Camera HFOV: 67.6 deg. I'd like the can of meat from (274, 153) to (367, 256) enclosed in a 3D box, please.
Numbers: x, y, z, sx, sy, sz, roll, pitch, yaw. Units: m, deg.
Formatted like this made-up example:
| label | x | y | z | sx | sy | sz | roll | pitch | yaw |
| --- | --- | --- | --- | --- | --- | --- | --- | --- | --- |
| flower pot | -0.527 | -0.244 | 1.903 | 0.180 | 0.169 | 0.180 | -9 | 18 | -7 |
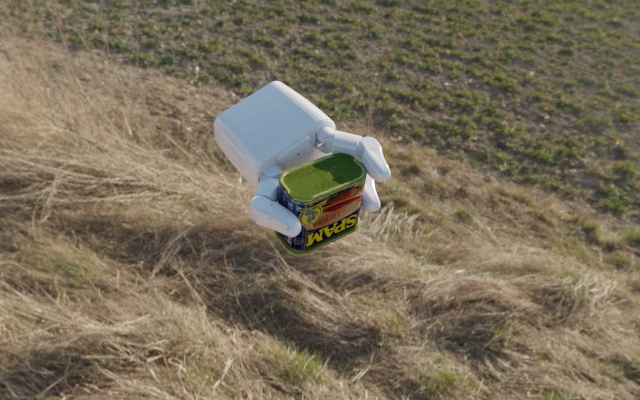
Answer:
| label | x | y | z | sx | sy | sz | roll | pitch | yaw |
| --- | --- | --- | --- | --- | --- | --- | --- | --- | --- |
| can of meat | 0.000 | 0.002 | 0.532 | 0.102 | 0.084 | 0.057 | -23 | 51 | -26 |
